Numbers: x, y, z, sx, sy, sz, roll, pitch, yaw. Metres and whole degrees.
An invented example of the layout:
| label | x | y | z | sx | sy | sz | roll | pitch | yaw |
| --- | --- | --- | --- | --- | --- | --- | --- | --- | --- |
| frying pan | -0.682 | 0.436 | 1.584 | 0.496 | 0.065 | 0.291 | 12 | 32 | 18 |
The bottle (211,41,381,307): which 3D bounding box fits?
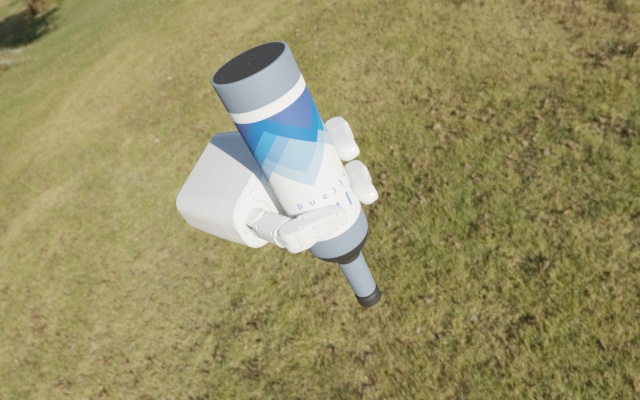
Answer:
| label | x | y | z | sx | sy | sz | roll | pitch | yaw |
| --- | --- | --- | --- | --- | --- | --- | --- | --- | --- |
| bottle | 0.000 | 0.001 | 0.451 | 0.069 | 0.296 | 0.069 | -18 | 36 | 13 |
